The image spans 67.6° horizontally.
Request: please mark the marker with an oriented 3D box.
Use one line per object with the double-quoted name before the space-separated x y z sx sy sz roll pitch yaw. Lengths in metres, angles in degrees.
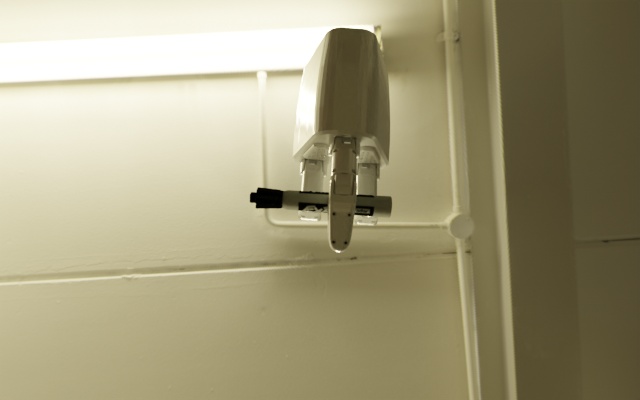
"marker" 0.000 0.001 0.410 0.121 0.020 0.020 4 0 -1
